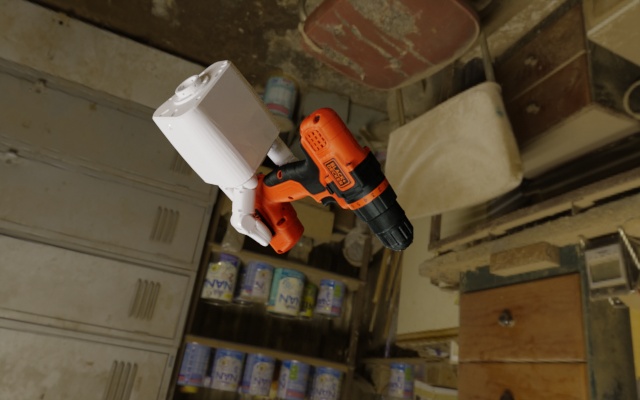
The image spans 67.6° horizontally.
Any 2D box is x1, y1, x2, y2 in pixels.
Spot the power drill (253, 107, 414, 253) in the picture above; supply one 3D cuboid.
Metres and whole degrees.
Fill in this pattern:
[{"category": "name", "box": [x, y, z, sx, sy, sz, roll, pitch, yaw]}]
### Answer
[{"category": "power drill", "box": [0.000, 0.002, 0.574, 0.188, 0.184, 0.057, -27, 12, 41]}]
